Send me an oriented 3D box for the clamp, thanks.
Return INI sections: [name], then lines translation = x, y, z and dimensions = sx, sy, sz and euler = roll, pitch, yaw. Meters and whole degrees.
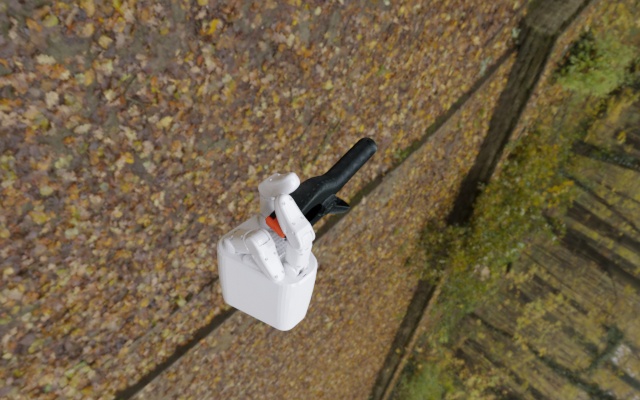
[clamp]
translation = 0.000, 0.002, 0.575
dimensions = 0.039, 0.120, 0.171
euler = 36, 51, 24
